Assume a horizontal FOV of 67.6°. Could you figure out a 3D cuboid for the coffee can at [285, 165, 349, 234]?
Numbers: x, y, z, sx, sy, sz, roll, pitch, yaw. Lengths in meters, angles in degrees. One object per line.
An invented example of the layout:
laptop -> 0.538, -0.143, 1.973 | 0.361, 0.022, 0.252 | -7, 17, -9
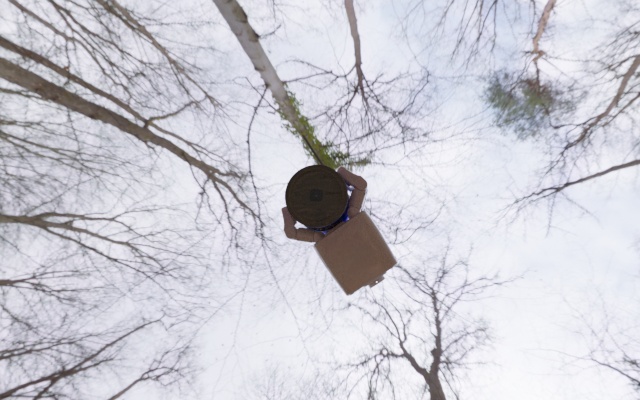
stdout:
coffee can -> 0.000, 0.003, 0.832 | 0.103, 0.103, 0.140 | 0, -9, 6
